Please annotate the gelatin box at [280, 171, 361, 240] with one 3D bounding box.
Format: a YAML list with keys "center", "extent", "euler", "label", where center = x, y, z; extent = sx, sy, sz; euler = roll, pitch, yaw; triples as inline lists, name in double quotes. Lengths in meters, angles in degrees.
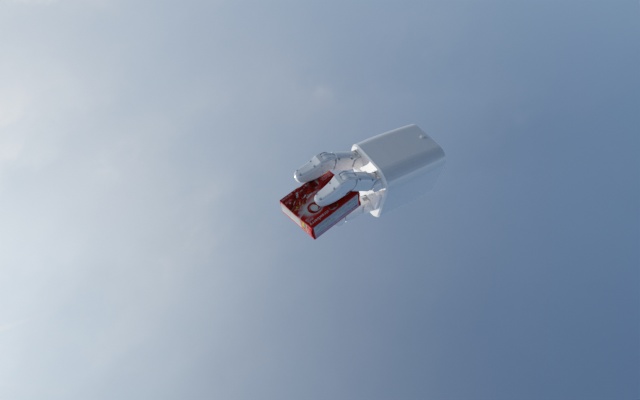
- center: [0.000, 0.003, 0.665]
  extent: [0.089, 0.030, 0.073]
  euler: [-36, 52, -20]
  label: "gelatin box"
